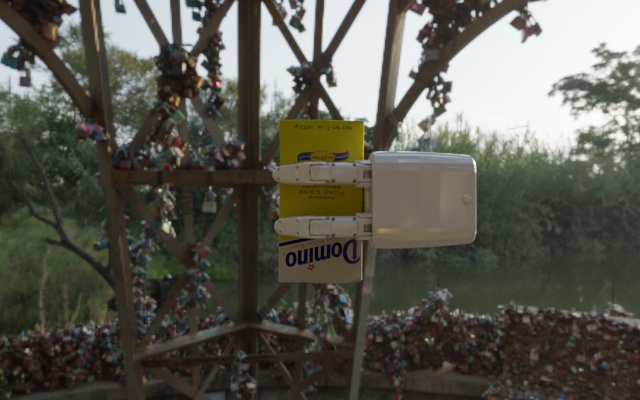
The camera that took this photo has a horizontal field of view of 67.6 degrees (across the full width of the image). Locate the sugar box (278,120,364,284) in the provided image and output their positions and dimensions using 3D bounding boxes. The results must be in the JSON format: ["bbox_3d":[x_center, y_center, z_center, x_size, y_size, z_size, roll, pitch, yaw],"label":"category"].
[{"bbox_3d":[0.000,0.002,0.528,0.093,0.176,0.048,0,0,-2],"label":"sugar box"}]
